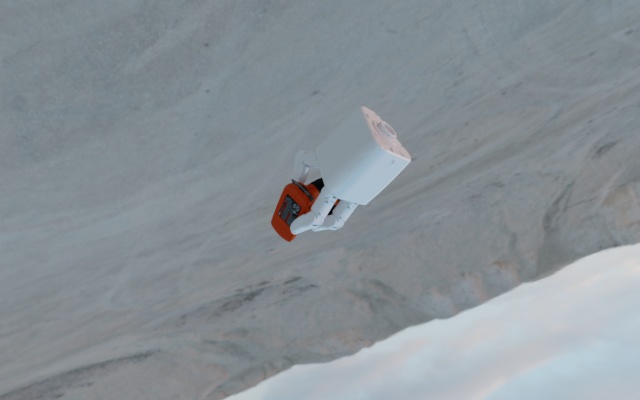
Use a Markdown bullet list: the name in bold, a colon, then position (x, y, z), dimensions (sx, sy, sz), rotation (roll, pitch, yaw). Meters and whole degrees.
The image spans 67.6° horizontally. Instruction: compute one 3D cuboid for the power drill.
- **power drill**: position (0.000, 0.003, 0.846), dimensions (0.057, 0.184, 0.187), rotation (41, 42, 20)
